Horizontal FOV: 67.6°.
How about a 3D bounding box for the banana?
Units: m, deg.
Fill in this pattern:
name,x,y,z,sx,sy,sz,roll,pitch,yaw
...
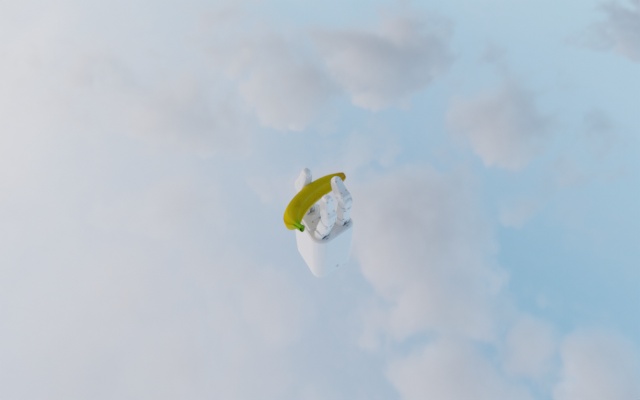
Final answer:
name,x,y,z,sx,sy,sz,roll,pitch,yaw
banana,-0.018,0.002,0.887,0.069,0.037,0.197,9,37,23
